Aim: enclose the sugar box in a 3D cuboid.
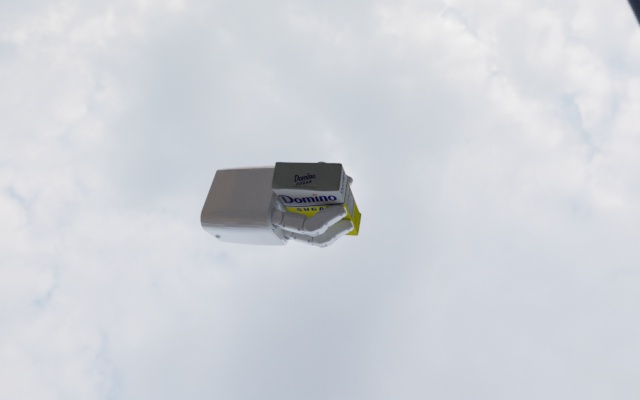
[{"bbox_3d":[0.000,0.003,0.686,0.093,0.048,0.176,2,-20,15],"label":"sugar box"}]
